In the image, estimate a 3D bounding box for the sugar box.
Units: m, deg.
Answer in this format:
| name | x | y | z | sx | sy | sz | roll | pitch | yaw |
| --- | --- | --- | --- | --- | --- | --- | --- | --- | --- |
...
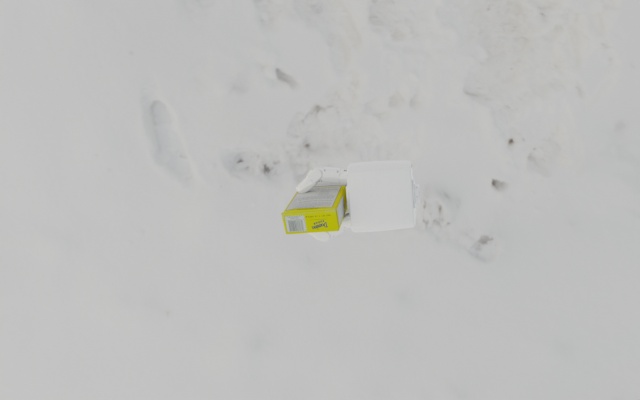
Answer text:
| name | x | y | z | sx | sy | sz | roll | pitch | yaw |
| --- | --- | --- | --- | --- | --- | --- | --- | --- | --- |
| sugar box | 0.000 | 0.003 | 0.841 | 0.093 | 0.048 | 0.176 | -4 | 18 | 14 |
